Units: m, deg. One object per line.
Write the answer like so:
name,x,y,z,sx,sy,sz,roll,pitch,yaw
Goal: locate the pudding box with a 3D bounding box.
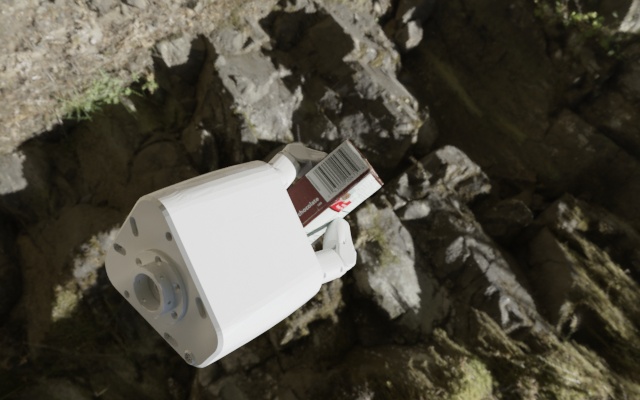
pudding box,0.000,0.002,0.436,0.113,0.039,0.090,-38,-12,7
